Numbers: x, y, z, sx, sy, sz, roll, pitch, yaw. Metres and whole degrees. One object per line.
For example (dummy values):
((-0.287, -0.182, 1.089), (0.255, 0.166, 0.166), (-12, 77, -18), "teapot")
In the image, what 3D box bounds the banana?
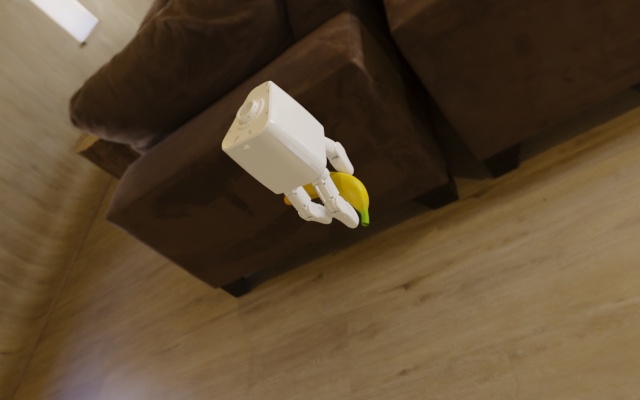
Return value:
((0.011, -0.013, 0.748), (0.037, 0.069, 0.198), (35, -13, -37), "banana")
